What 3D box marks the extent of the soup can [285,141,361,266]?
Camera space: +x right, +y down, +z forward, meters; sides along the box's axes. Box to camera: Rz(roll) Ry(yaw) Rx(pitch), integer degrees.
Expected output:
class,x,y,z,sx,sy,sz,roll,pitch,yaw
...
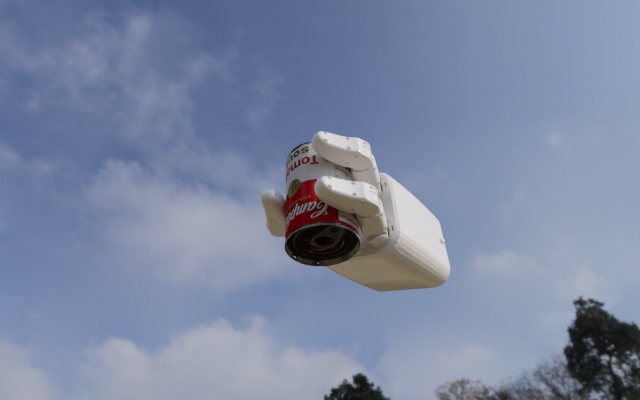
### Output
class,x,y,z,sx,sy,sz,roll,pitch,yaw
soup can,0.000,0.001,0.454,0.068,0.102,0.069,-2,-38,-1
